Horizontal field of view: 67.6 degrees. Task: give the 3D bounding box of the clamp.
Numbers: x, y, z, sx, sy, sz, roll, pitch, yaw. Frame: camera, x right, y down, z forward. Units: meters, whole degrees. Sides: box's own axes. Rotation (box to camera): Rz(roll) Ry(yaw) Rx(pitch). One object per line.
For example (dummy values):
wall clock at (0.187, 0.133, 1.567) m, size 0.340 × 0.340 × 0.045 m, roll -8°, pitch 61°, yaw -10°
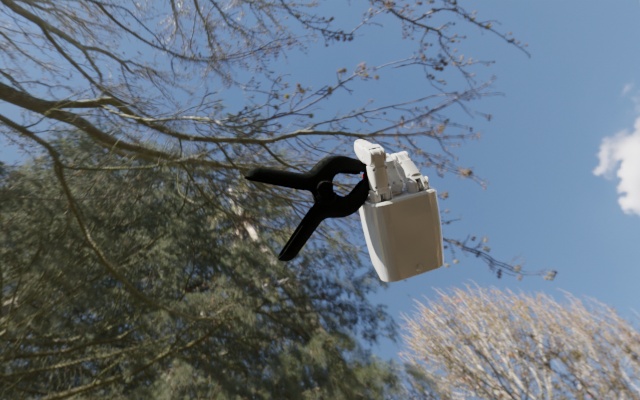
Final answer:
clamp at (0.000, 0.002, 0.599) m, size 0.171 × 0.120 × 0.039 m, roll -14°, pitch 7°, yaw -14°
